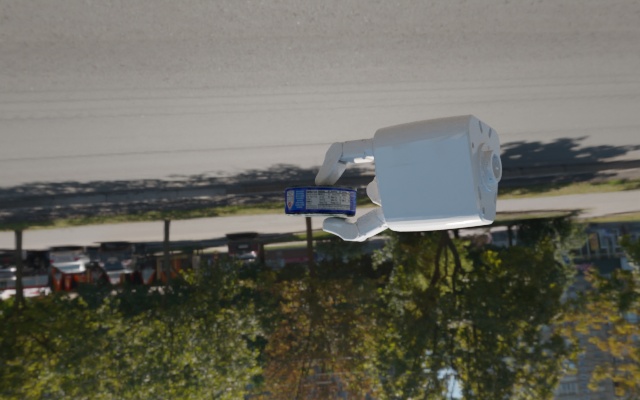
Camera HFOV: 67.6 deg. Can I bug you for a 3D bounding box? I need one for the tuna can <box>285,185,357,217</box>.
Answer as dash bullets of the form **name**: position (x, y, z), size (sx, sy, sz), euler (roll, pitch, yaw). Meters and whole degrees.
- **tuna can**: position (0.000, 0.002, 0.567), size (0.086, 0.034, 0.086), euler (1, -4, 0)
